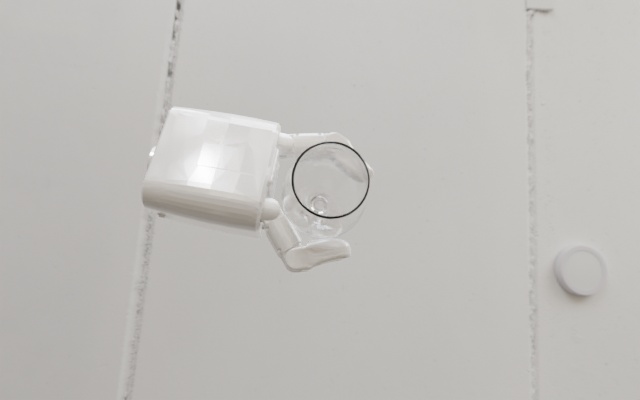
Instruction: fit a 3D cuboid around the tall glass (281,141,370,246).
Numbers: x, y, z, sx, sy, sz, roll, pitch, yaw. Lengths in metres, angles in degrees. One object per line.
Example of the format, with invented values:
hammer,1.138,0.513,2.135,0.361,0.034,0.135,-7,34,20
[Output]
tall glass,0.000,0.002,0.466,0.079,0.079,0.201,0,-10,-5
